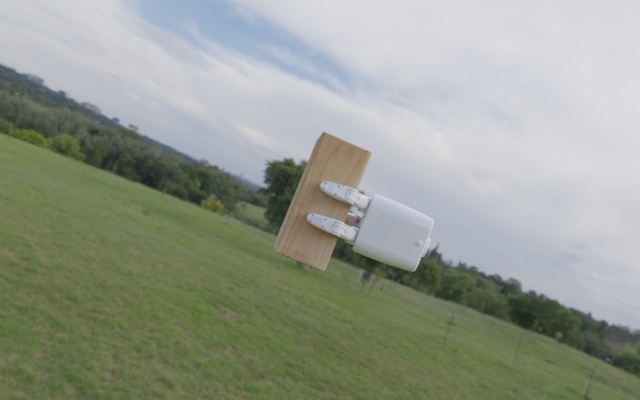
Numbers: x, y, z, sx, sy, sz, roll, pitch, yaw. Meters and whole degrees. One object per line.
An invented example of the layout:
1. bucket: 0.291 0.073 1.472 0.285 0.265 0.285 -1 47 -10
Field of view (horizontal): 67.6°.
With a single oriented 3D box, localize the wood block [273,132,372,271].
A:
1. wood block: 0.001 0.003 0.804 0.090 0.206 0.091 23 -4 -5
